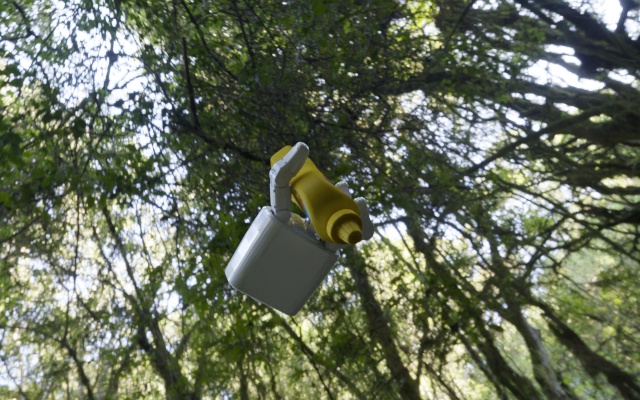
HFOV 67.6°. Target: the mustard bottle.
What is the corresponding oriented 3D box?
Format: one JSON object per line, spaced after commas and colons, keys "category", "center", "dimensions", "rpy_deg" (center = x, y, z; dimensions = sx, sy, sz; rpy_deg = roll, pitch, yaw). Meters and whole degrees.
{"category": "mustard bottle", "center": [0.000, 0.002, 0.600], "dimensions": [0.058, 0.096, 0.191], "rpy_deg": [-36, 34, -5]}
